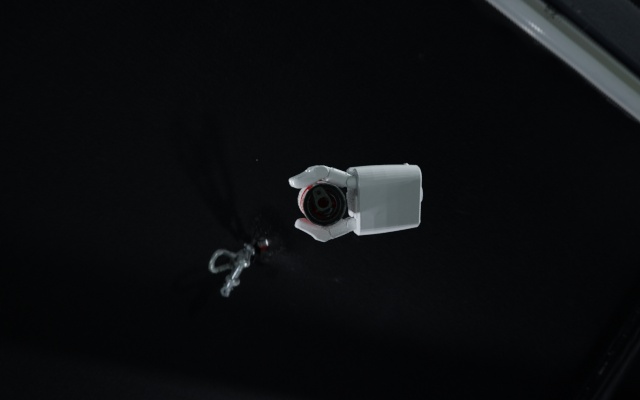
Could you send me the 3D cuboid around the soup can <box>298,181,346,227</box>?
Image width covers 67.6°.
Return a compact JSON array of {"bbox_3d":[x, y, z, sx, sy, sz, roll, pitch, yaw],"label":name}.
[{"bbox_3d":[0.000,0.003,0.782,0.068,0.068,0.102,0,5,-7],"label":"soup can"}]
